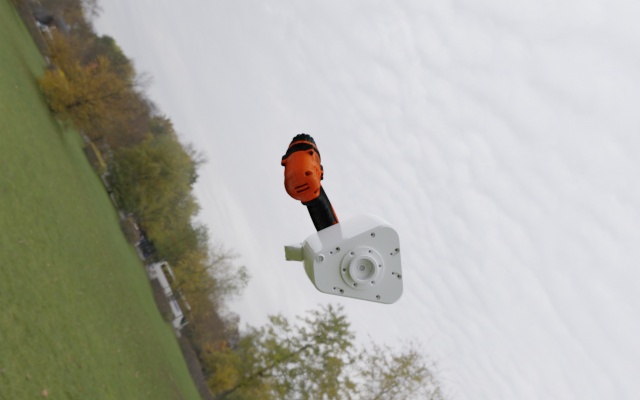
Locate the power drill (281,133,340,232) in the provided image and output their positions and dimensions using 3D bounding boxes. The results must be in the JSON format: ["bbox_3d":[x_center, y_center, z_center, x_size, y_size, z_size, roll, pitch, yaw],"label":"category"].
[{"bbox_3d":[0.000,0.003,0.700,0.057,0.188,0.184,-22,23,11],"label":"power drill"}]
